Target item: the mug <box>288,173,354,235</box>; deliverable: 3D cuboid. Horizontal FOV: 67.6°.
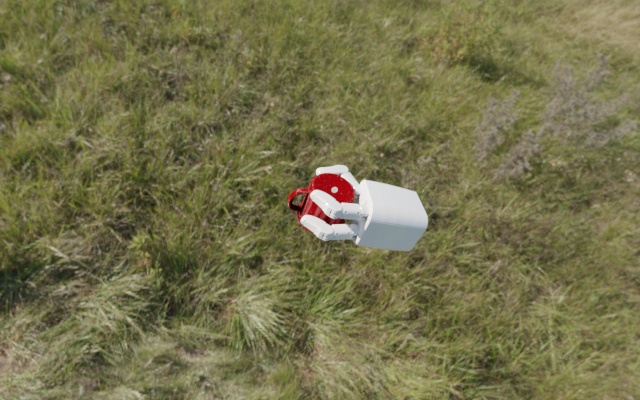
[{"bbox_3d":[-0.001,0.002,0.855,0.117,0.093,0.082,10,-44,-13],"label":"mug"}]
